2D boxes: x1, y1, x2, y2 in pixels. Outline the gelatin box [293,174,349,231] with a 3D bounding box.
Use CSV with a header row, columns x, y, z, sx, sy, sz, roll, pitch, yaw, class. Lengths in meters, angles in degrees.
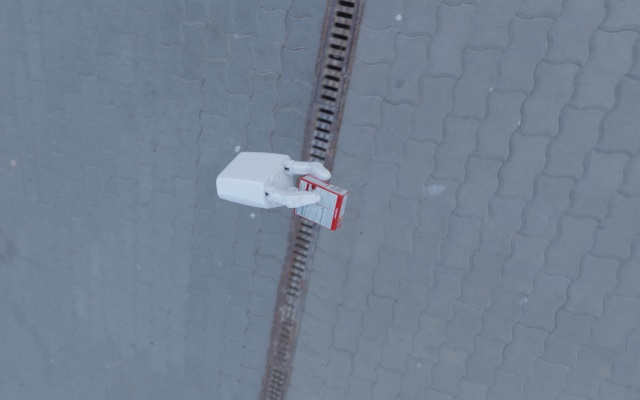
x,y,z,sx,sy,sz,roll,pitch,yaw,class
0.000,0.003,0.849,0.089,0.073,0.030,24,29,23,gelatin box
